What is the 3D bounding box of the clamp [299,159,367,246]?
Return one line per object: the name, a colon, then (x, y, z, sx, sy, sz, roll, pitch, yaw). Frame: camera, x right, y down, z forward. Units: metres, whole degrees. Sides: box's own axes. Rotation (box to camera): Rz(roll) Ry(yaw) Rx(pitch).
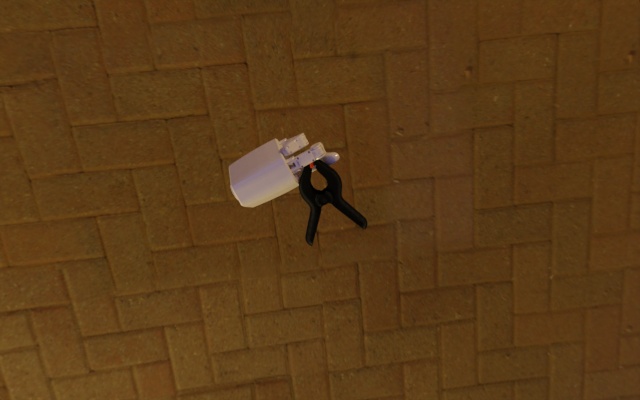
clamp: (0.000, 0.003, 0.883, 0.120, 0.171, 0.039, -28, 14, 3)
